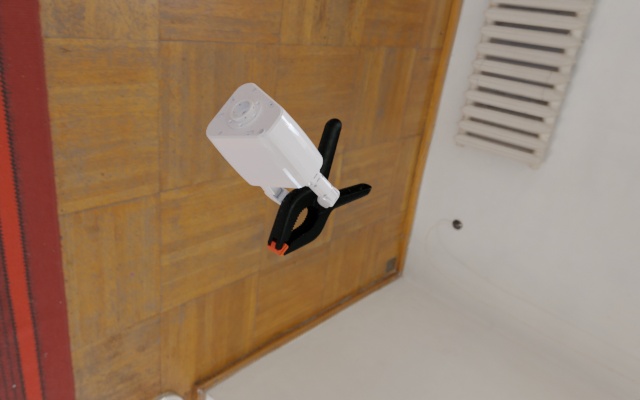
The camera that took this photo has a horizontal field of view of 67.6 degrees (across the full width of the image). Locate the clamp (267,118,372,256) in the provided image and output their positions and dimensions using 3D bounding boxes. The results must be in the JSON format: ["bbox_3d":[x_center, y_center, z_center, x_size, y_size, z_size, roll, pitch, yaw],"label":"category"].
[{"bbox_3d":[0.000,0.003,0.732,0.036,0.210,0.165,22,-18,41],"label":"clamp"}]
